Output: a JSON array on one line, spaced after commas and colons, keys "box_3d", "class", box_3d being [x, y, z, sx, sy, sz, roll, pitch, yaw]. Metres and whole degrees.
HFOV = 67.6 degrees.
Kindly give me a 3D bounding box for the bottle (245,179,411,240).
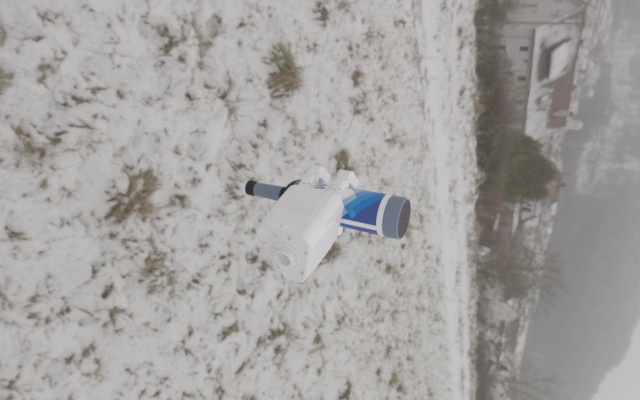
[{"box_3d": [0.000, 0.003, 0.806, 0.295, 0.069, 0.069, 11, 5, 26], "class": "bottle"}]
